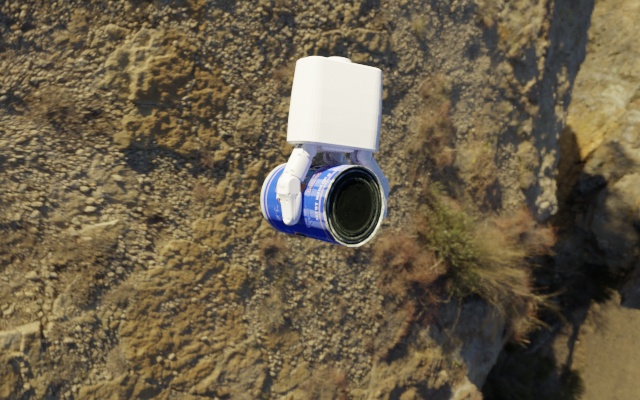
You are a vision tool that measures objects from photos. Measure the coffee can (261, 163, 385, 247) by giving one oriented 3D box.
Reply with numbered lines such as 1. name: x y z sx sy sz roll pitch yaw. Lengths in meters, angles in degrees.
1. coffee can: 0.000 0.002 0.641 0.103 0.103 0.140 0 5 -40
